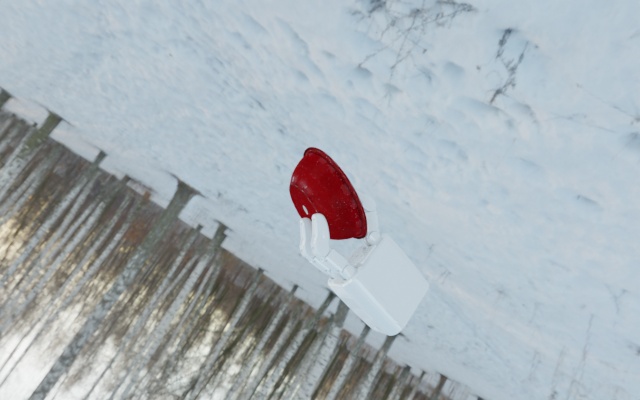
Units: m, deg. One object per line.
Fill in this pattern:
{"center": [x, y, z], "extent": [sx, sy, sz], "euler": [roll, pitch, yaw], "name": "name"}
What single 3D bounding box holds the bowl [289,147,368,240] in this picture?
{"center": [-0.001, 0.001, 0.720], "extent": [0.055, 0.162, 0.162], "euler": [-31, 10, -18], "name": "bowl"}
